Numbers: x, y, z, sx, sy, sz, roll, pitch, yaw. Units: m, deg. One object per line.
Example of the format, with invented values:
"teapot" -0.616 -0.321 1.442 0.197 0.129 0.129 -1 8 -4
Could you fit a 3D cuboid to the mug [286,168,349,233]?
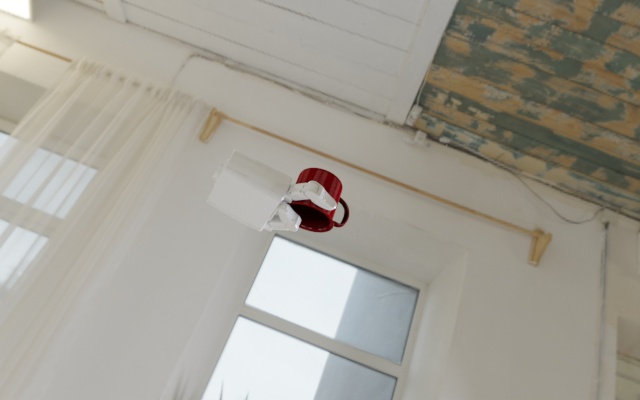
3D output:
"mug" 0.001 0.003 0.829 0.117 0.081 0.093 28 -31 -14
